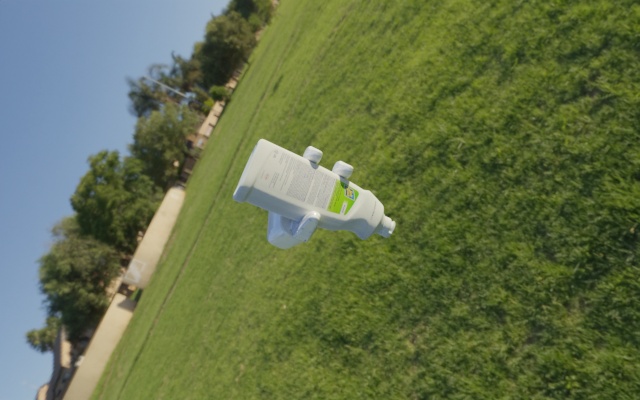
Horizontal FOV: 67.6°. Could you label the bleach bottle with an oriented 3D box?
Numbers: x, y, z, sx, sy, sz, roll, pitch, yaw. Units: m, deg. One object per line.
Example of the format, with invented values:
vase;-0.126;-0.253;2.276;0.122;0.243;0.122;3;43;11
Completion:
bleach bottle;0.000;0.002;0.741;0.251;0.102;0.068;25;-23;-13
